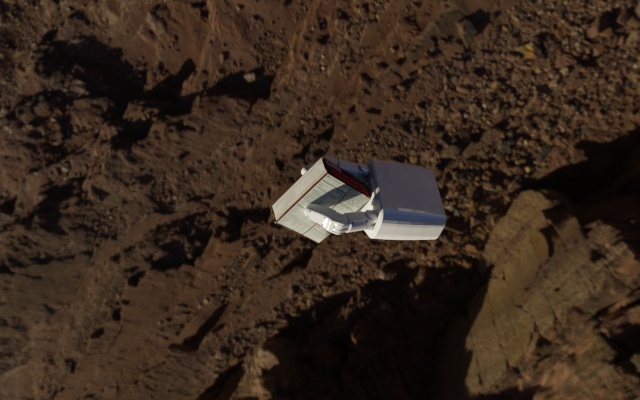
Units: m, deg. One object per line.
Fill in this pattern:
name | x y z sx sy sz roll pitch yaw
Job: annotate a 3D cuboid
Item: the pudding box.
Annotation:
pudding box | 0.000 0.002 0.671 0.090 0.039 0.113 29 -62 -36
